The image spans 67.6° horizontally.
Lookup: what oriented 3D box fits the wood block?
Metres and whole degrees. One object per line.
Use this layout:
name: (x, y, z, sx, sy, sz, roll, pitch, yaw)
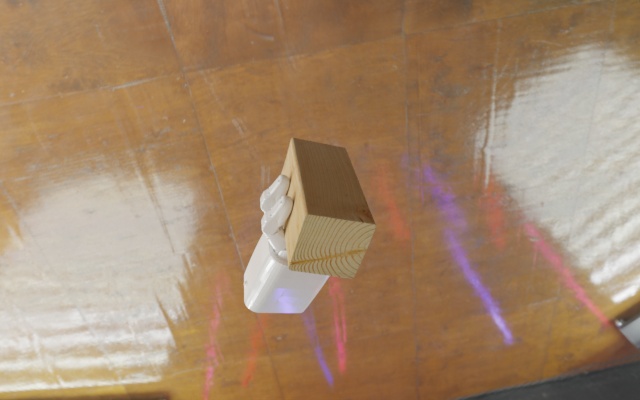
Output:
wood block: (0.000, 0.003, 0.666, 0.091, 0.090, 0.206, 10, 31, -15)
